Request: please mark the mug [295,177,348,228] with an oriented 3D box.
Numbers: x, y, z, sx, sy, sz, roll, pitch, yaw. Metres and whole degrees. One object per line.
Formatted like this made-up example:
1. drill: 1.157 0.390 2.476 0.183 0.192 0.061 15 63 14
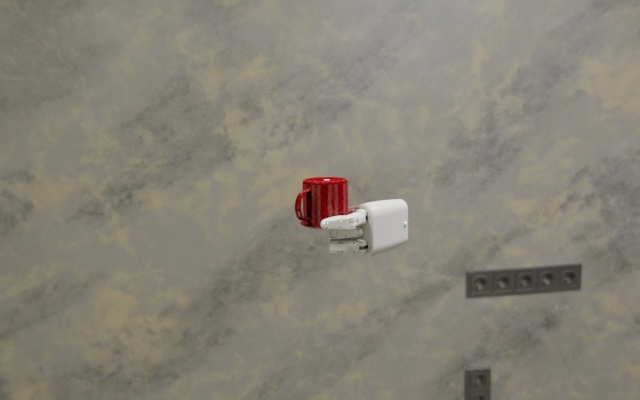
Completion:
1. mug: -0.001 0.003 0.850 0.117 0.081 0.093 -9 12 -41
